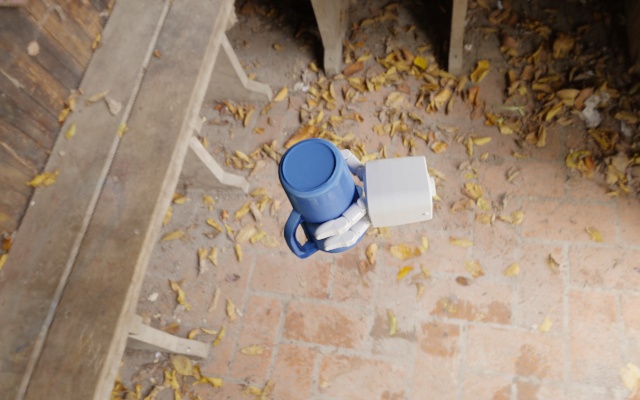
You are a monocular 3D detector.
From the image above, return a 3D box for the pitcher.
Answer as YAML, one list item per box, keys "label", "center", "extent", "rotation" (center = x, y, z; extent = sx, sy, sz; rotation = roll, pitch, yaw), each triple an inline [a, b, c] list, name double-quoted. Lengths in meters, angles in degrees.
- label: "pitcher"
  center: [0.000, 0.003, 0.847]
  extent: [0.145, 0.149, 0.243]
  rotation: [-7, -26, 10]
